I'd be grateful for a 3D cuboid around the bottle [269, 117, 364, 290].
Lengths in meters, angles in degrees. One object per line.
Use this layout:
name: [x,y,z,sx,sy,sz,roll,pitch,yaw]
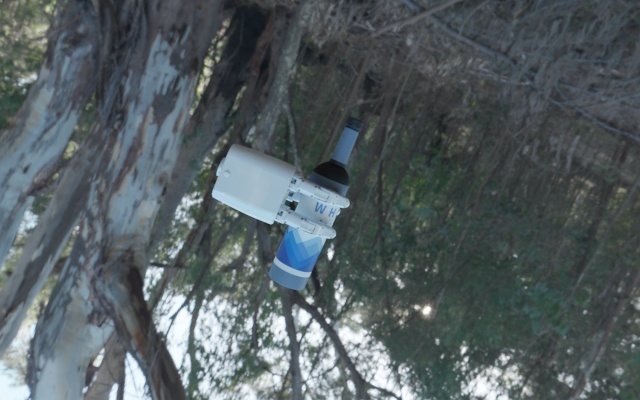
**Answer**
bottle: [0.000,0.003,0.795,0.069,0.296,0.069,23,7,-3]
